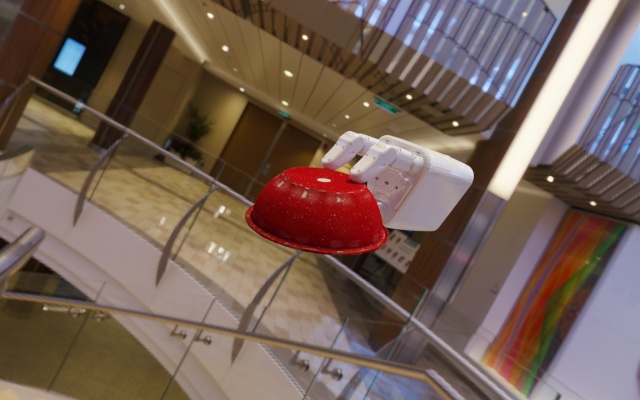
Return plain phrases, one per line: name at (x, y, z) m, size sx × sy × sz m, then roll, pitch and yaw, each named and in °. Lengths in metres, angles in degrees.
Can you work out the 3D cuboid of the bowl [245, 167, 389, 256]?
bowl at (-0.001, 0.002, 0.525) m, size 0.162 × 0.055 × 0.162 m, roll 8°, pitch 18°, yaw -3°
